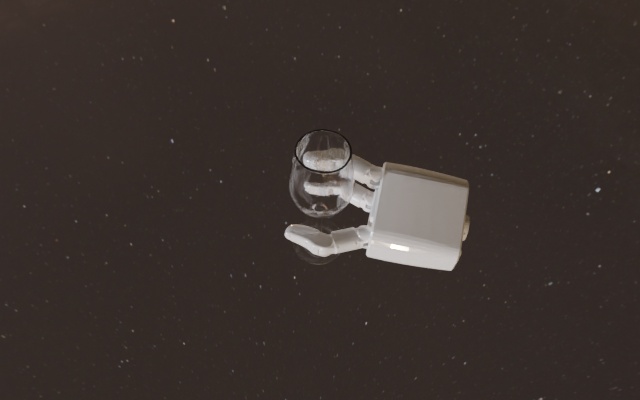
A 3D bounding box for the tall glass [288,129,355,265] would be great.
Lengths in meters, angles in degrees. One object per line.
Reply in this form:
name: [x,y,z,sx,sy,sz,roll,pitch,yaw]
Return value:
tall glass: [0.000,0.002,0.592,0.079,0.079,0.201,0,-34,-2]
